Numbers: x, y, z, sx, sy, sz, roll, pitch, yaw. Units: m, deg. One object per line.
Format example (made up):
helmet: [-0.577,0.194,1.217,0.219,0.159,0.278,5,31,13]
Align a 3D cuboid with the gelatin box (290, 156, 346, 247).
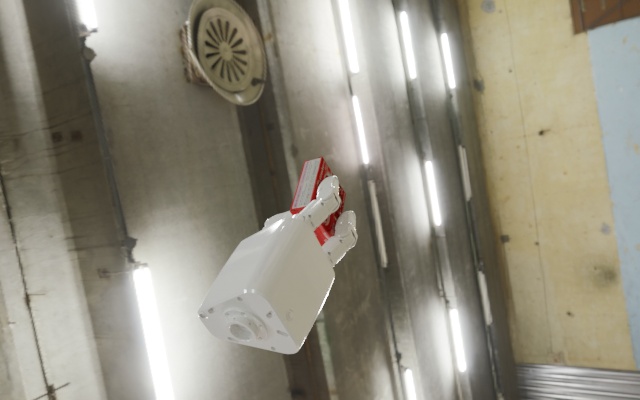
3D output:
gelatin box: [0.000,0.002,0.599,0.030,0.089,0.073,-12,-47,26]
